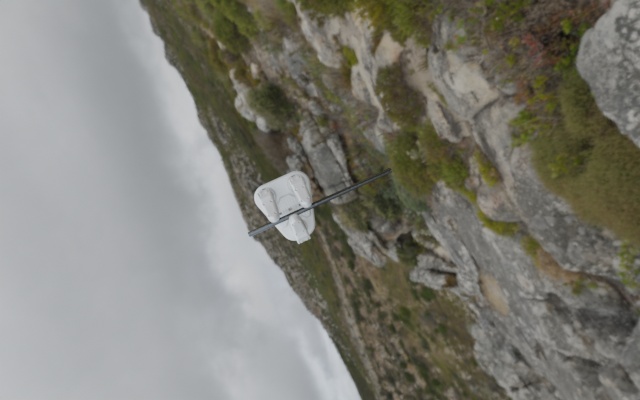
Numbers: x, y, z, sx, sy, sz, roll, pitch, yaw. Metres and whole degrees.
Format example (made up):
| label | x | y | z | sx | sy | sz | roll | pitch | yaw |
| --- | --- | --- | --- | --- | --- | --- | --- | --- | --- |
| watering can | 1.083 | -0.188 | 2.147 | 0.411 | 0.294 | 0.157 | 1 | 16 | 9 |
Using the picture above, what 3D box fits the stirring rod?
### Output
| label | x | y | z | sx | sy | sz | roll | pitch | yaw |
| --- | --- | --- | --- | --- | --- | --- | --- | --- | --- |
| stirring rod | 0.000 | 0.002 | 0.733 | 0.239 | 0.011 | 0.011 | -24 | 1 | -3 |
